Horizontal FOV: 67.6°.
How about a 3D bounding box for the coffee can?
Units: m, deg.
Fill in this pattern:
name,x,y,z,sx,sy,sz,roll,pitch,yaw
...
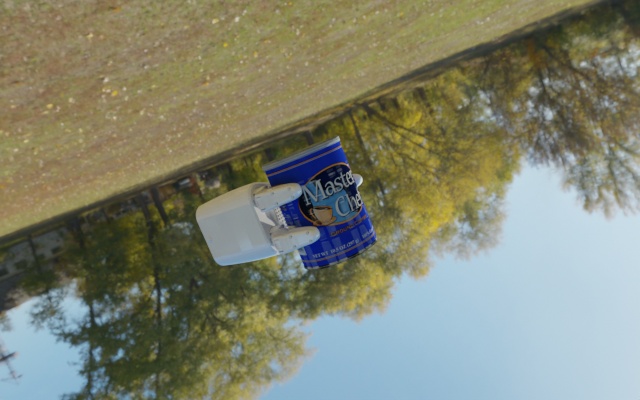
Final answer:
name,x,y,z,sx,sy,sz,roll,pitch,yaw
coffee can,0.000,0.002,0.603,0.103,0.140,0.103,-22,8,3
